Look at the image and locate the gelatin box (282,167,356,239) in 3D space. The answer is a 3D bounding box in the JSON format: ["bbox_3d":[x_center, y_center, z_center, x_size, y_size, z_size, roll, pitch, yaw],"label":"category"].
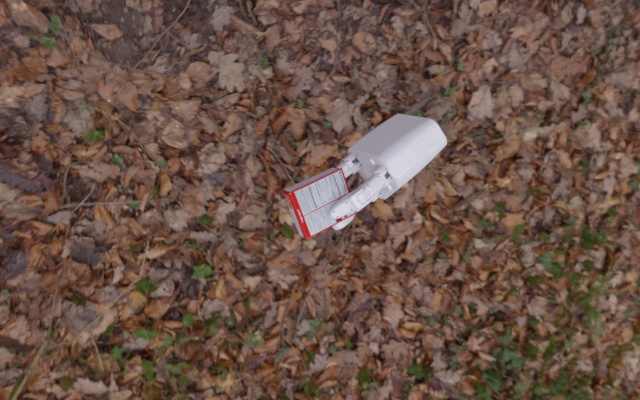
[{"bbox_3d":[0.000,0.002,0.676,0.089,0.073,0.030,-27,20,-20],"label":"gelatin box"}]
